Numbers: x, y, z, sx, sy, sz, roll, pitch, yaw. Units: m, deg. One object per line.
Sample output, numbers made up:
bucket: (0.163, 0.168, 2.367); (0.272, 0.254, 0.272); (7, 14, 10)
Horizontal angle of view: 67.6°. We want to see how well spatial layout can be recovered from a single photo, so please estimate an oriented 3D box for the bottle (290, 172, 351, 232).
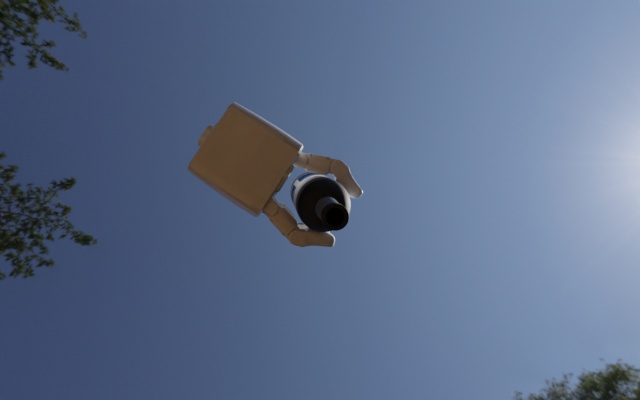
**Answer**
bottle: (0.000, 0.002, 0.621); (0.069, 0.069, 0.295); (0, 6, -6)
